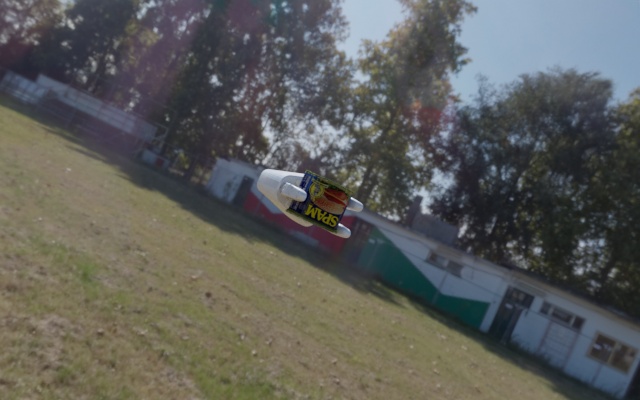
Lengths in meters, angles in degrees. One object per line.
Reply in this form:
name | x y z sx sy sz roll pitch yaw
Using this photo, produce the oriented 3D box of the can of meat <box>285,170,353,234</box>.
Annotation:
can of meat | 0.000 0.003 0.869 0.102 0.084 0.057 26 -2 -29
